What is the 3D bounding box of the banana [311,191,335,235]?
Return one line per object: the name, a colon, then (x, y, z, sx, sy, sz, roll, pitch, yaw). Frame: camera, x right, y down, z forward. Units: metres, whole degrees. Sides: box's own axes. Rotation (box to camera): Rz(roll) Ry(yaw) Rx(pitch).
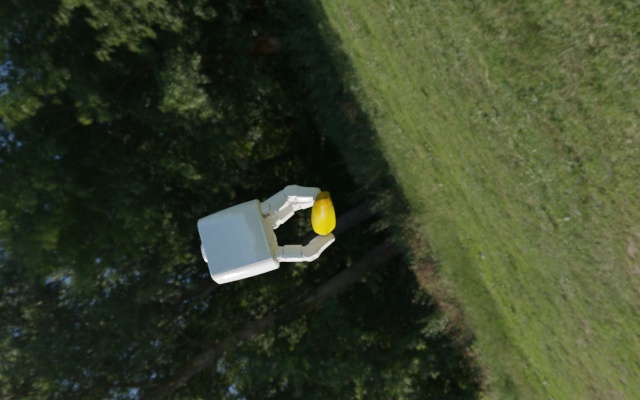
banana: (0.003, 0.021, 0.753, 0.037, 0.069, 0.198, -8, 1, 0)
